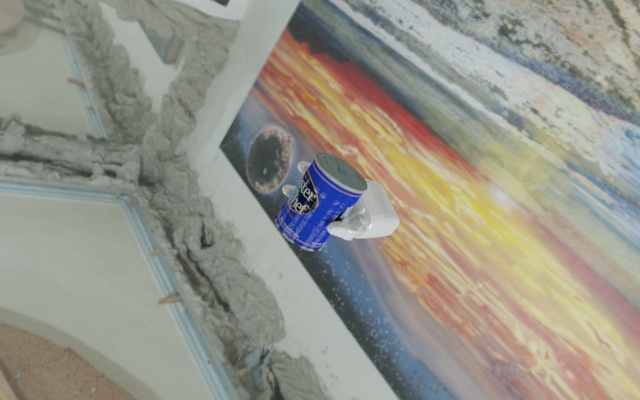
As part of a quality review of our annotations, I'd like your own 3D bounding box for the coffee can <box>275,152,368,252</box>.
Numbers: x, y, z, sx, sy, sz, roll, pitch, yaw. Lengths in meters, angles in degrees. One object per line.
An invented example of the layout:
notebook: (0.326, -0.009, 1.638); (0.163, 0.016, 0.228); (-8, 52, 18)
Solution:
coffee can: (0.000, 0.003, 0.823); (0.103, 0.140, 0.102); (29, 24, -14)
